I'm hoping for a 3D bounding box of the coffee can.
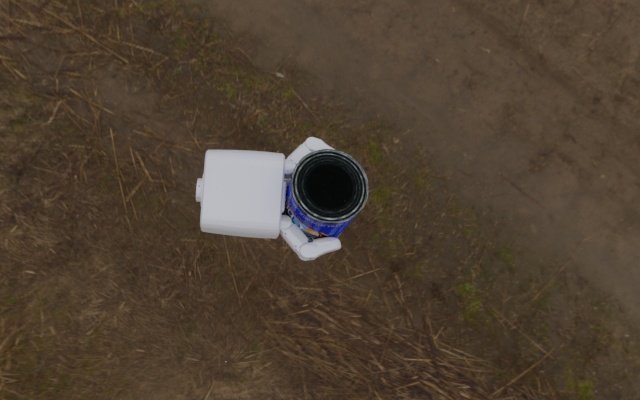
[{"bbox_3d":[0.000,0.002,0.675,0.103,0.102,0.140,0,-18,-11],"label":"coffee can"}]
